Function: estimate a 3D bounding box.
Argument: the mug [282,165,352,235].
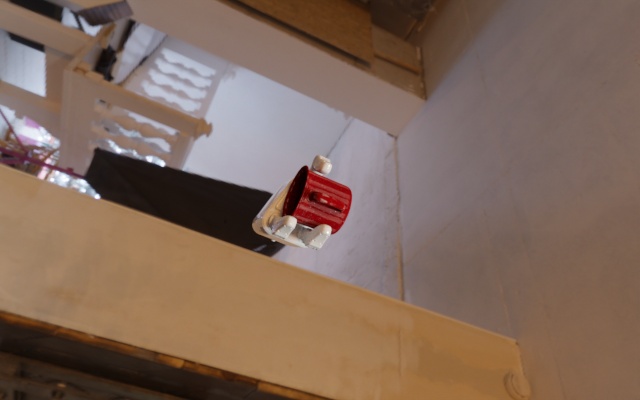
[{"bbox_3d":[0.001,0.002,0.727,0.081,0.093,0.117,22,-11,-17],"label":"mug"}]
